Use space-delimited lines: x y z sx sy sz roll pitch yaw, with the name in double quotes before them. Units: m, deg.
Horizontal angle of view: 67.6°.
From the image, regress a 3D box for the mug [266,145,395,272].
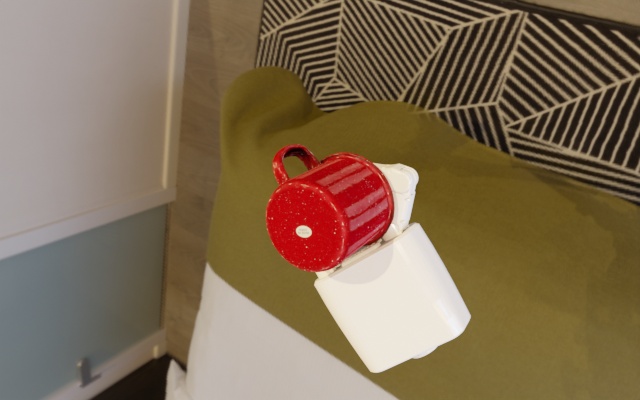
"mug" -0.001 0.000 0.419 0.093 0.117 0.081 -35 -3 36
